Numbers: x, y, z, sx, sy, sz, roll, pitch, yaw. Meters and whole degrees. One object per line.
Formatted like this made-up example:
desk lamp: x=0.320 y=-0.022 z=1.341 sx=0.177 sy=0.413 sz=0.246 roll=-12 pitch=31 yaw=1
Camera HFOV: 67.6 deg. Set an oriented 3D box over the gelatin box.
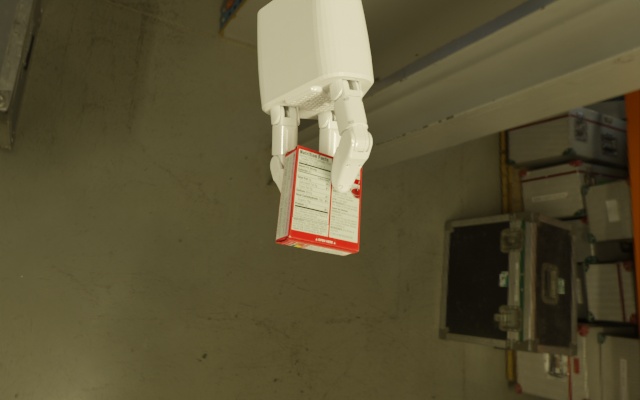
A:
gelatin box: x=0.000 y=0.002 z=0.443 sx=0.073 sy=0.089 sz=0.030 roll=14 pitch=-21 yaw=-28
